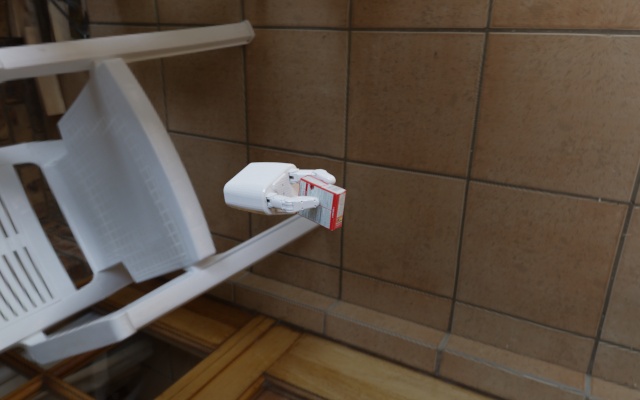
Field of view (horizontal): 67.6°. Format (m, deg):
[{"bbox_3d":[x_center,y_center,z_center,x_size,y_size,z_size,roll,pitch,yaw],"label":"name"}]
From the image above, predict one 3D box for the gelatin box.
[{"bbox_3d":[0.000,0.003,0.856,0.089,0.073,0.030,24,31,33],"label":"gelatin box"}]
